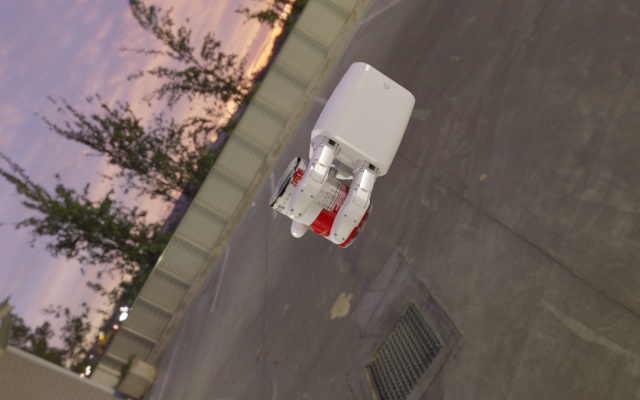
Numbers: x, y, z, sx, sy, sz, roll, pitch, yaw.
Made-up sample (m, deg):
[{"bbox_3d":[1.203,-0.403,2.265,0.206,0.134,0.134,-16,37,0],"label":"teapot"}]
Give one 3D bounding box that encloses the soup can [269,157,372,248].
[{"bbox_3d":[0.000,0.002,0.559,0.102,0.068,0.068,30,-7,-12],"label":"soup can"}]
